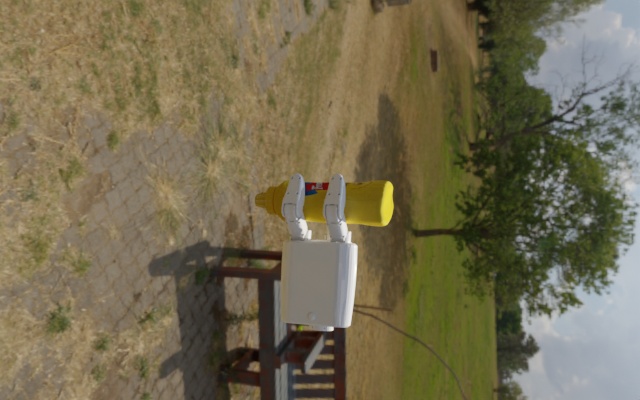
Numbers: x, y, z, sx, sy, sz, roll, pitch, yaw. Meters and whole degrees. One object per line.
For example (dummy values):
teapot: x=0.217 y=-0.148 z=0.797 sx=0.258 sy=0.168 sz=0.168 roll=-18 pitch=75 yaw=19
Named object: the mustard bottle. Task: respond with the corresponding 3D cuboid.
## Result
mustard bottle: x=0.000 y=0.002 z=0.661 sx=0.191 sy=0.058 sz=0.096 roll=1 pitch=15 yaw=17
